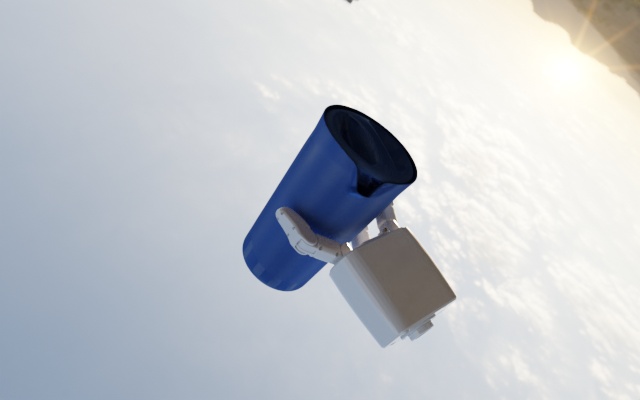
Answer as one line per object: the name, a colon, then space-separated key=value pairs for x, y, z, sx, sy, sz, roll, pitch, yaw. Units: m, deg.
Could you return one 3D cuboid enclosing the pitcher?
pitcher: x=0.000 y=0.002 z=0.619 sx=0.149 sy=0.145 sz=0.243 roll=-9 pitch=-34 yaw=-50
